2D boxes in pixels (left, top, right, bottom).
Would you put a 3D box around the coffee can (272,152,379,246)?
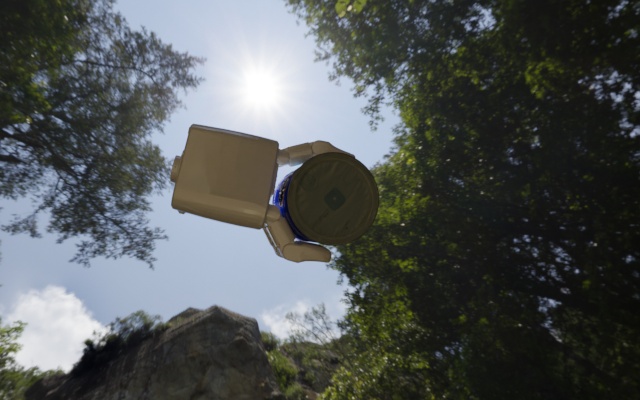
[{"bbox_3d":[0.000,0.002,0.585,0.103,0.103,0.140,0,-3,-13],"label":"coffee can"}]
